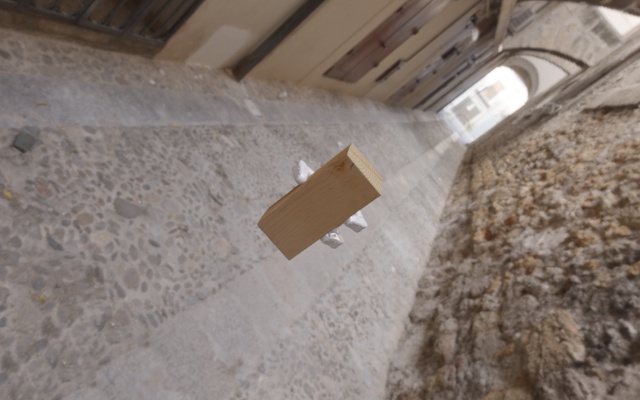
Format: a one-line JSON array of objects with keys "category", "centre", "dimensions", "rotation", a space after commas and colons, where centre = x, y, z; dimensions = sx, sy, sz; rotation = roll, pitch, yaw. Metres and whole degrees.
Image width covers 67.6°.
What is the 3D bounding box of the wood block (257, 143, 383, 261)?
[{"category": "wood block", "centre": [0.000, 0.002, 0.844], "dimensions": [0.206, 0.091, 0.090], "rotation": [-37, 10, 20]}]
